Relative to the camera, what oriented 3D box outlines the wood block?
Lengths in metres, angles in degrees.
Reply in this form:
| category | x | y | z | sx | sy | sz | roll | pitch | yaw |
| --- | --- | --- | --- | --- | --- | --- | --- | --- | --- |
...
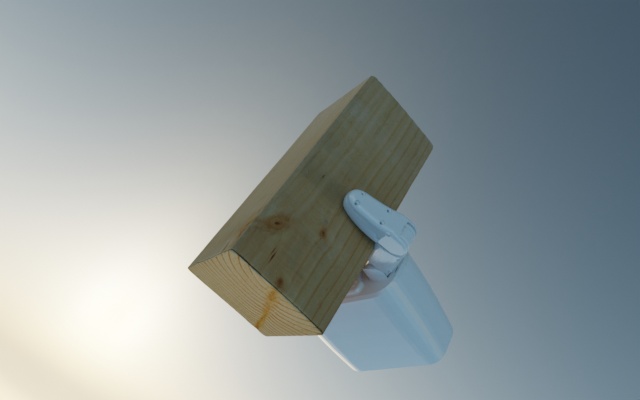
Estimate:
| category | x | y | z | sx | sy | sz | roll | pitch | yaw |
| --- | --- | --- | --- | --- | --- | --- | --- | --- | --- |
| wood block | 0.000 | 0.002 | 0.401 | 0.091 | 0.090 | 0.206 | -23 | 26 | 53 |
